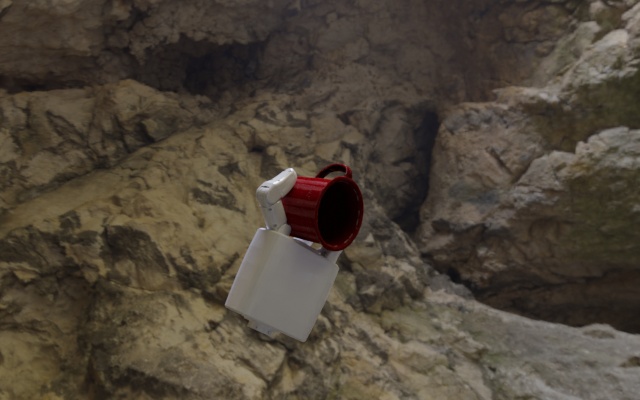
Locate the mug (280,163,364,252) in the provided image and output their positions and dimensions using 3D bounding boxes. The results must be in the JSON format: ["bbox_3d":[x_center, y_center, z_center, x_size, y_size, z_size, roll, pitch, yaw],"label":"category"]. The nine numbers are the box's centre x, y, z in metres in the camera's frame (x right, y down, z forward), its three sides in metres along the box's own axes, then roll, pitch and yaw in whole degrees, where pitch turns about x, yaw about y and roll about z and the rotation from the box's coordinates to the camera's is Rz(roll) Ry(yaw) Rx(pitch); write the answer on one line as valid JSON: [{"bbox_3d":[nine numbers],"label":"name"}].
[{"bbox_3d":[0.000,0.001,0.614,0.081,0.117,0.093,9,-23,42],"label":"mug"}]
